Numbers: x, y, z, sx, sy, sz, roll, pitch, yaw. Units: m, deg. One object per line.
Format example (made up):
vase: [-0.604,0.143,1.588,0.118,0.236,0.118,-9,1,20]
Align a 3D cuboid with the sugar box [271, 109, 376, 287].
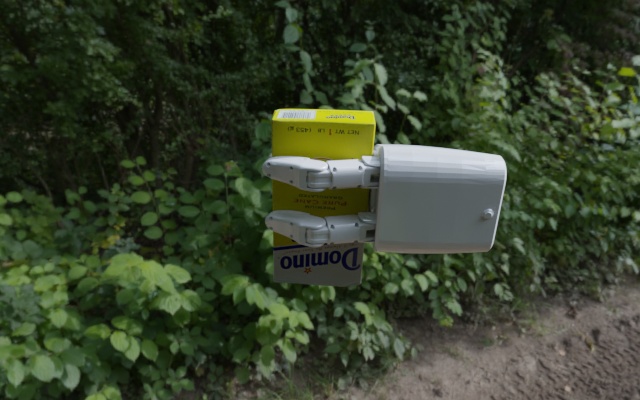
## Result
sugar box: [0.000,0.002,0.465,0.093,0.176,0.048,2,25,2]
